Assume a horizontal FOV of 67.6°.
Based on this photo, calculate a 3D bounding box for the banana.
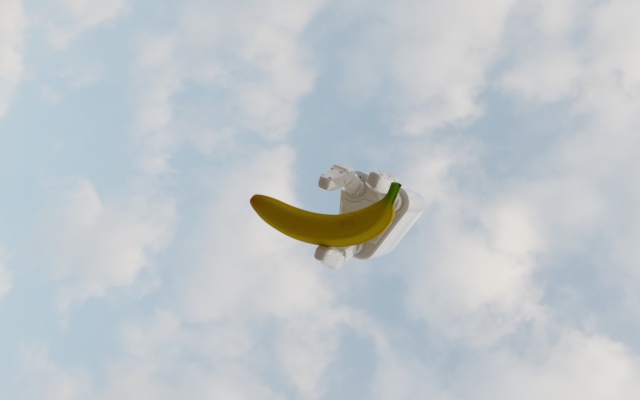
[{"bbox_3d":[0.005,0.020,0.557,0.198,0.069,0.037,-5,0,27],"label":"banana"}]
